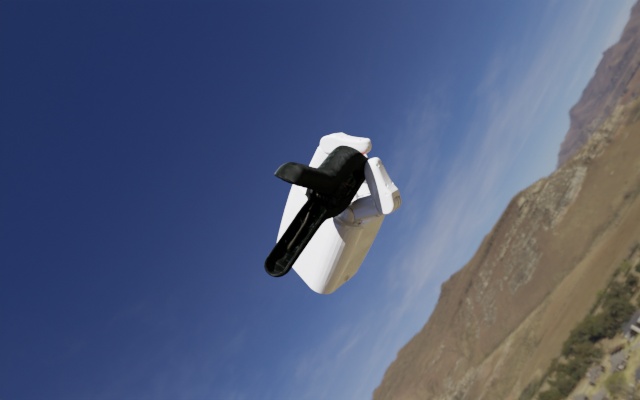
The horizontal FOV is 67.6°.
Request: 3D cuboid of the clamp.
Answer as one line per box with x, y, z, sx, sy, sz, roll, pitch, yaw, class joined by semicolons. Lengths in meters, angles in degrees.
0.000;0.001;0.477;0.039;0.120;0.171;33;31;21;clamp
